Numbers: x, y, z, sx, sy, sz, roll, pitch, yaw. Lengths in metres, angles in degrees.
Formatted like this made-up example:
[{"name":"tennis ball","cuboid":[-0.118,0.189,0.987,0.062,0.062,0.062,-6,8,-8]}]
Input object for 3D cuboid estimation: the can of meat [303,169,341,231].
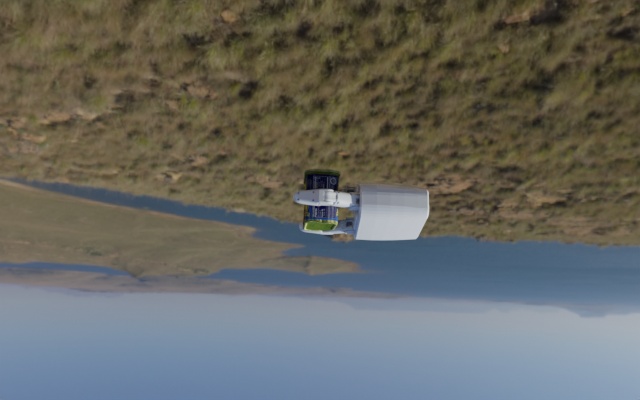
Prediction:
[{"name":"can of meat","cuboid":[0.000,0.003,0.773,0.057,0.084,0.102,3,-11,-3]}]
